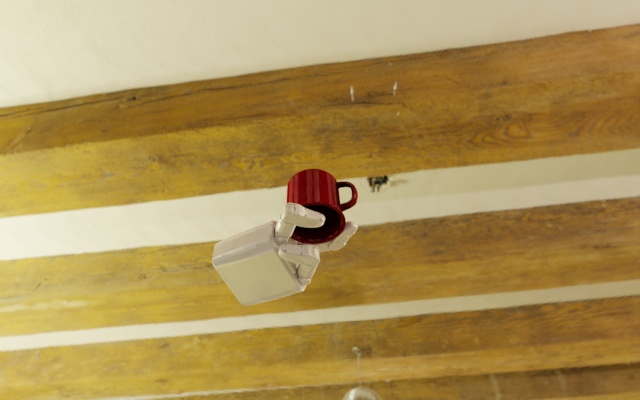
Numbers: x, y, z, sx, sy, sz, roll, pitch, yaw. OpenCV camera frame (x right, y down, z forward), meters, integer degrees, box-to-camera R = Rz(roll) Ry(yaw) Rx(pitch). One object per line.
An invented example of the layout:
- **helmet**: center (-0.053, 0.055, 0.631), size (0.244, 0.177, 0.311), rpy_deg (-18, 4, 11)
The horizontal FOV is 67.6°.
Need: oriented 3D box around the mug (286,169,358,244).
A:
- **mug**: center (0.001, 0.002, 0.722), size (0.117, 0.081, 0.093), rpy_deg (-20, -47, 16)
